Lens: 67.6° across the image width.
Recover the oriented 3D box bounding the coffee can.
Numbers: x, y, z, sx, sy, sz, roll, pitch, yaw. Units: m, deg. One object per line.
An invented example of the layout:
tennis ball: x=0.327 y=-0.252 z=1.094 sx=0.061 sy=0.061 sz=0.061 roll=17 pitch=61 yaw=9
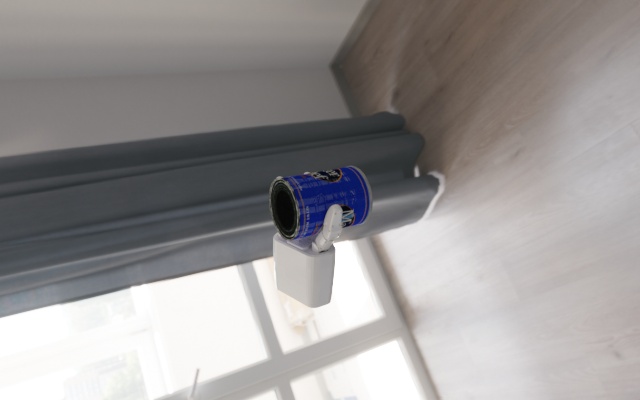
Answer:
coffee can: x=0.000 y=0.002 z=0.789 sx=0.140 sy=0.103 sz=0.103 roll=-11 pitch=5 yaw=-29
